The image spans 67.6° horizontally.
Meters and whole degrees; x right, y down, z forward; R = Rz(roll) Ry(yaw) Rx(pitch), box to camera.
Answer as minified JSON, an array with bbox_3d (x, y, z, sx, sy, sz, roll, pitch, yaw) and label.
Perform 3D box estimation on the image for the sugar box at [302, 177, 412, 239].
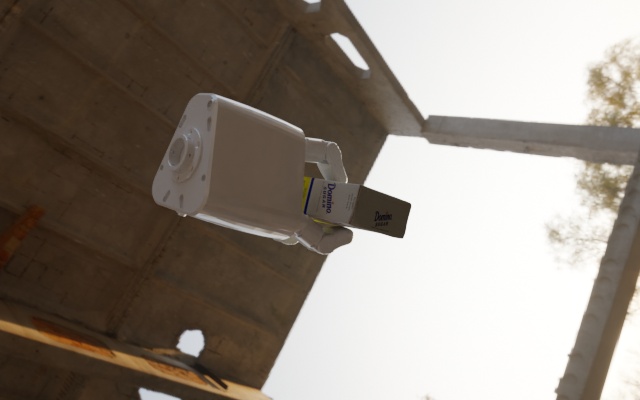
[{"bbox_3d":[0.000,0.002,0.526,0.176,0.048,0.093,14,-2,44],"label":"sugar box"}]
